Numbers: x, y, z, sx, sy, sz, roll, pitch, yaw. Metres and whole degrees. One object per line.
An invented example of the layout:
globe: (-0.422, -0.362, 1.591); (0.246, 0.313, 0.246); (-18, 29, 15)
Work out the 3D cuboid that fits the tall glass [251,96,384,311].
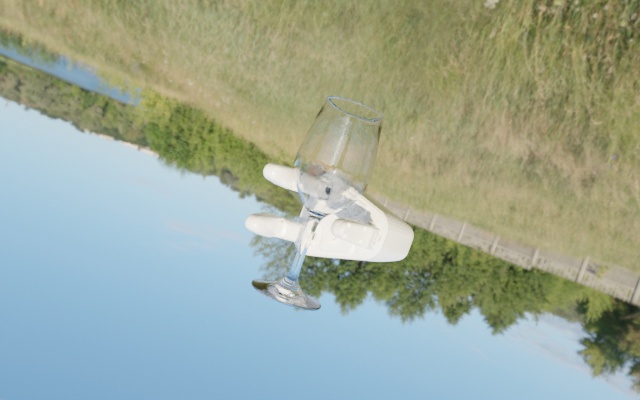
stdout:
tall glass: (0.000, 0.002, 0.477); (0.079, 0.201, 0.079); (20, 1, 0)
